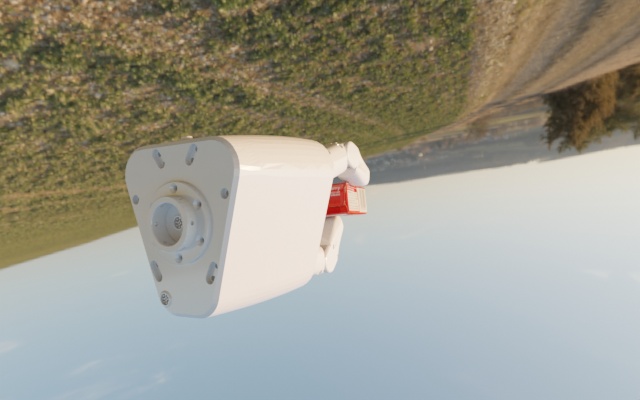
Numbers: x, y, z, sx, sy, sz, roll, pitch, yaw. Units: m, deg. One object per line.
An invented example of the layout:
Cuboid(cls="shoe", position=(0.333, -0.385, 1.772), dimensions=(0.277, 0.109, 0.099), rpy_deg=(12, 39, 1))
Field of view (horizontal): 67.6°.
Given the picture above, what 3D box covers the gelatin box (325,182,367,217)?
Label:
Cuboid(cls="gelatin box", position=(0.000, 0.002, 0.458), dimensions=(0.073, 0.030, 0.089), rpy_deg=(-5, -3, 16))
